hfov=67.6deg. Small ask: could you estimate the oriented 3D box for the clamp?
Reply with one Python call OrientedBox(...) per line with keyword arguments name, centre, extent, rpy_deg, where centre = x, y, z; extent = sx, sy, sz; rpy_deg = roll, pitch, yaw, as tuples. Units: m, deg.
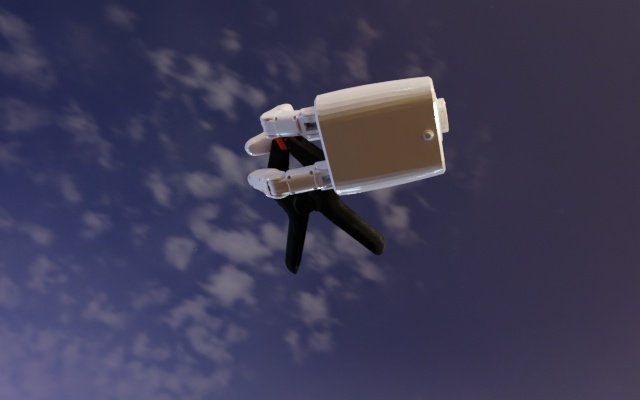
OrientedBox(name="clamp", centre=(0.000, 0.001, 0.519), extent=(0.120, 0.171, 0.039), rpy_deg=(-10, 24, 12))
